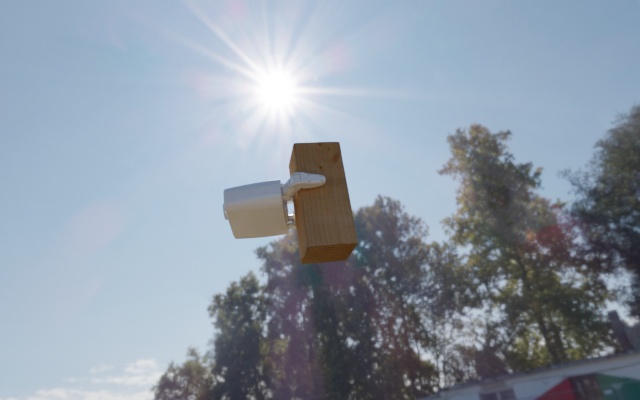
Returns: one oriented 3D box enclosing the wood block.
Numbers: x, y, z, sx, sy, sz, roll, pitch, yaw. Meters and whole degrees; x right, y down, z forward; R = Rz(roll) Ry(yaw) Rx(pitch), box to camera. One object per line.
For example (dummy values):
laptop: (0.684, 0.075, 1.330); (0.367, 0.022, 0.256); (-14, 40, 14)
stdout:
wood block: (0.000, 0.003, 0.882); (0.090, 0.206, 0.091); (-3, -26, -12)
